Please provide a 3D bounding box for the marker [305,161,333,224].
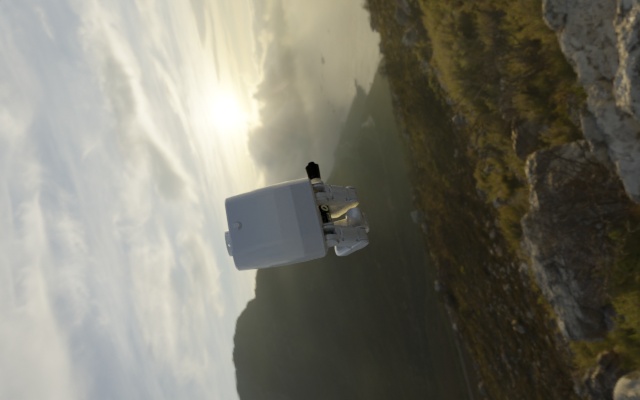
[{"bbox_3d":[0.000,0.002,0.626,0.020,0.121,0.020,-11,-25,-5],"label":"marker"}]
